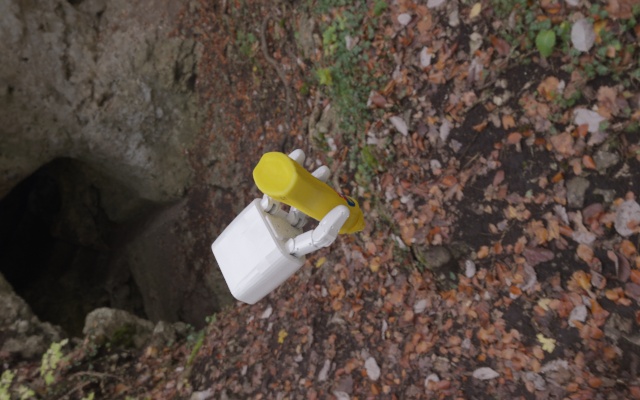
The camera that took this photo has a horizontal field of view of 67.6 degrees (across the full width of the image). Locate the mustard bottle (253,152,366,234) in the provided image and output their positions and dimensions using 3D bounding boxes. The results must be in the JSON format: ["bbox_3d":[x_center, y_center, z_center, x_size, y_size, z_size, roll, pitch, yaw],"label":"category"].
[{"bbox_3d":[0.000,0.002,0.672,0.192,0.058,0.096,32,0,-40],"label":"mustard bottle"}]
